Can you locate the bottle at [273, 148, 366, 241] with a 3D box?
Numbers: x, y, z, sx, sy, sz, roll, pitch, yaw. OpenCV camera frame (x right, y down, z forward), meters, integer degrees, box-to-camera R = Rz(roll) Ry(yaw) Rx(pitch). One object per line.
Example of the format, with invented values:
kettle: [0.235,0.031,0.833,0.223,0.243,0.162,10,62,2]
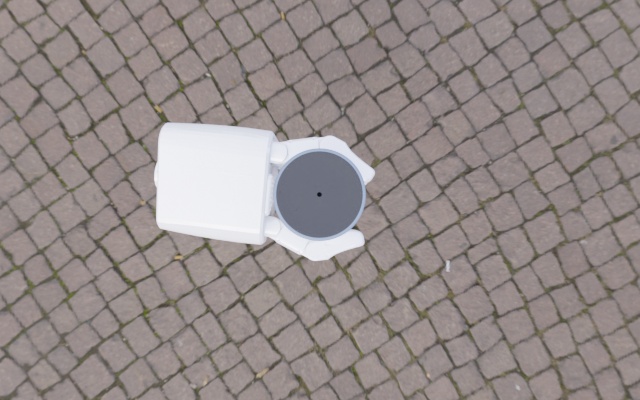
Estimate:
bottle: [0.000,0.002,0.486,0.069,0.069,0.296,0,-2,0]
